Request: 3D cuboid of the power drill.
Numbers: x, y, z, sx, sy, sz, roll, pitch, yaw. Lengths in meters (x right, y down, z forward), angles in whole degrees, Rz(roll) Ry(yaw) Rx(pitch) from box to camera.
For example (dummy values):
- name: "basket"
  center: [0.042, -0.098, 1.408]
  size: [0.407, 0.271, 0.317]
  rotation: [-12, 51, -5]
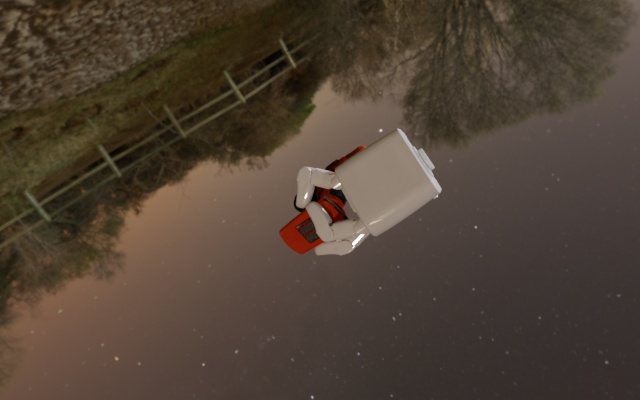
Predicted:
- name: "power drill"
  center: [0.000, 0.003, 0.773]
  size: [0.184, 0.057, 0.187]
  rotation: [-37, 15, 34]
